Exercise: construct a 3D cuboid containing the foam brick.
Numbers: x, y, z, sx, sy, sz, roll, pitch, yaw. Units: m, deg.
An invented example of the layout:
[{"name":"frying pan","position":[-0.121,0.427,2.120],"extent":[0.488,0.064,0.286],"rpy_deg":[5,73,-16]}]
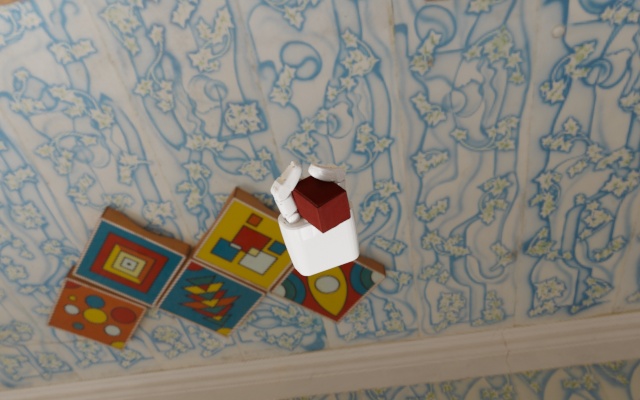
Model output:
[{"name":"foam brick","position":[0.000,0.002,0.703],"extent":[0.053,0.051,0.078],"rpy_deg":[-28,37,-21]}]
